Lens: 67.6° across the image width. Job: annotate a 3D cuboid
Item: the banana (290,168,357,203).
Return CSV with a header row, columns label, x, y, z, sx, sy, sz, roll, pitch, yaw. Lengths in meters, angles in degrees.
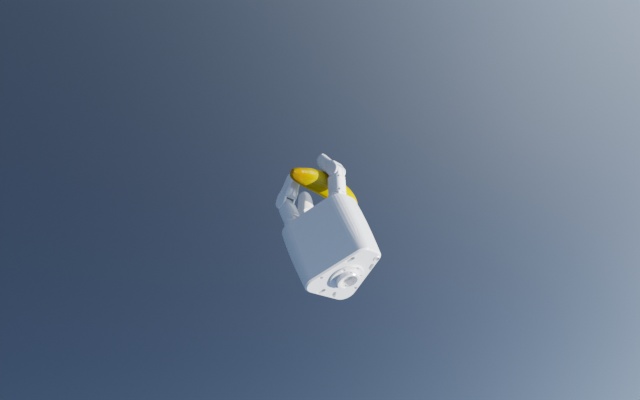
label,x,y,z,sx,sy,sz,roll,pitch,yaw
banana,0.018,-0.003,0.776,0.069,0.037,0.198,-23,-35,9
